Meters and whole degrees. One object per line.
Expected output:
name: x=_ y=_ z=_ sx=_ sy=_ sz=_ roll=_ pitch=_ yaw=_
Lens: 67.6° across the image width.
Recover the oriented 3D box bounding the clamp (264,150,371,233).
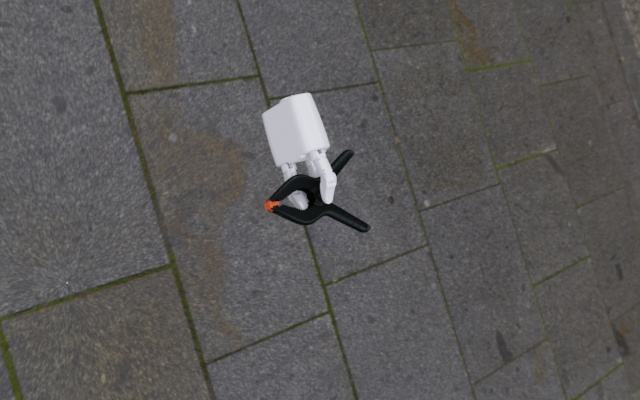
clamp: x=0.000 y=0.003 z=0.889 sx=0.210 sy=0.164 sz=0.036 roll=-17 pitch=-3 yaw=-29
